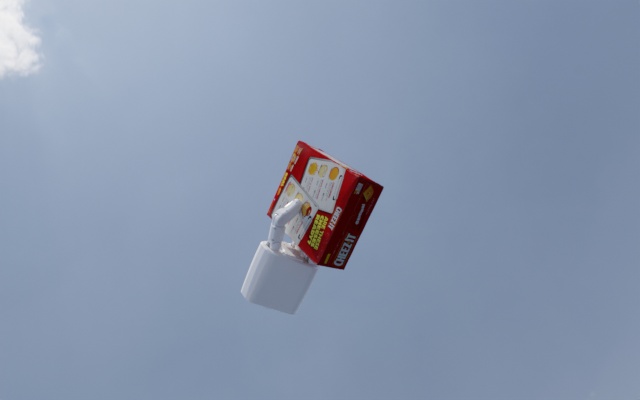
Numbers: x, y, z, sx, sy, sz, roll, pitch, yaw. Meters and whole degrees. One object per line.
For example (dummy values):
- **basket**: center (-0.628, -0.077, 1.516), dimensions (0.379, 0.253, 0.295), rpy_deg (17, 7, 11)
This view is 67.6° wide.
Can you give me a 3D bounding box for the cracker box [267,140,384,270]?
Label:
- **cracker box**: center (0.000, 0.003, 0.868), dimensions (0.072, 0.164, 0.213), rpy_deg (17, 12, -36)
